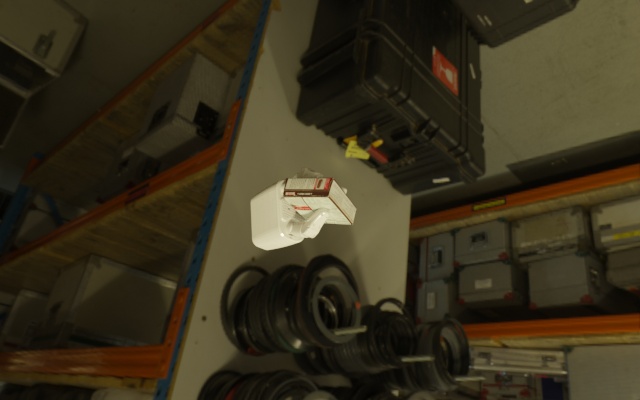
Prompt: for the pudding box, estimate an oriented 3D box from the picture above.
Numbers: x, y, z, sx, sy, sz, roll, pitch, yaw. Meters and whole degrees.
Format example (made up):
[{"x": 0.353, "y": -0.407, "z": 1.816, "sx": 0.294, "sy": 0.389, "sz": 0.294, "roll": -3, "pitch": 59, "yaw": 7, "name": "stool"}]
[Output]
[{"x": 0.000, "y": 0.003, "z": 0.816, "sx": 0.090, "sy": 0.039, "sz": 0.113, "roll": 0, "pitch": -25, "yaw": 27, "name": "pudding box"}]
